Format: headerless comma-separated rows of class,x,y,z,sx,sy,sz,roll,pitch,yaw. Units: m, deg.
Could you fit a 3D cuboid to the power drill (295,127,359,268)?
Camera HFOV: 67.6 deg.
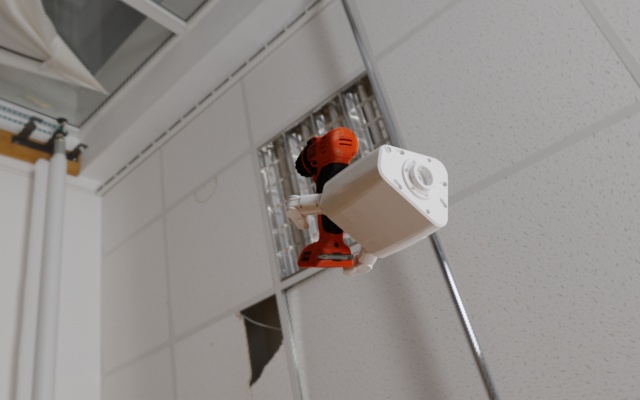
power drill,0.000,0.003,0.683,0.057,0.187,0.184,2,-7,-17
